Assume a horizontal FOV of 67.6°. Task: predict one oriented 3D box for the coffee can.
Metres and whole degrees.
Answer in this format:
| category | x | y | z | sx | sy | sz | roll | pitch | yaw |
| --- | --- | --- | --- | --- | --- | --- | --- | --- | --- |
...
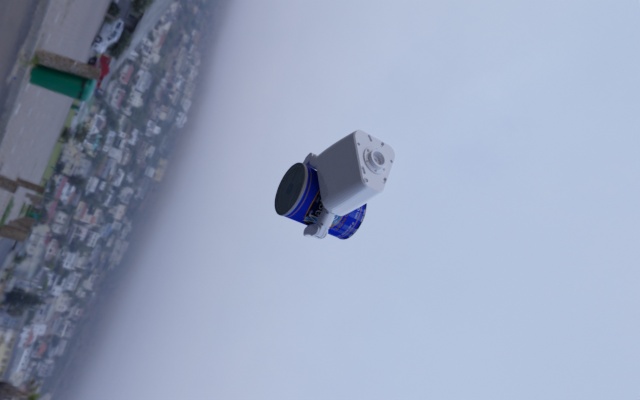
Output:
| category | x | y | z | sx | sy | sz | roll | pitch | yaw |
| --- | --- | --- | --- | --- | --- | --- | --- | --- | --- |
| coffee can | 0.000 | 0.003 | 0.888 | 0.140 | 0.103 | 0.103 | 23 | -11 | -28 |
